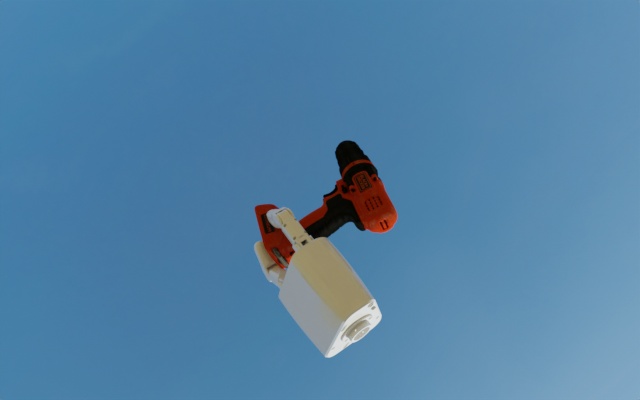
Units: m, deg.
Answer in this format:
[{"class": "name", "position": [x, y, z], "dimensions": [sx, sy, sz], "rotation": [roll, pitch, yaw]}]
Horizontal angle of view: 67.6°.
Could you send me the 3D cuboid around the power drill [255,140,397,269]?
[{"class": "power drill", "position": [0.000, 0.003, 0.692], "dimensions": [0.187, 0.184, 0.057], "rotation": [-28, -48, 6]}]
